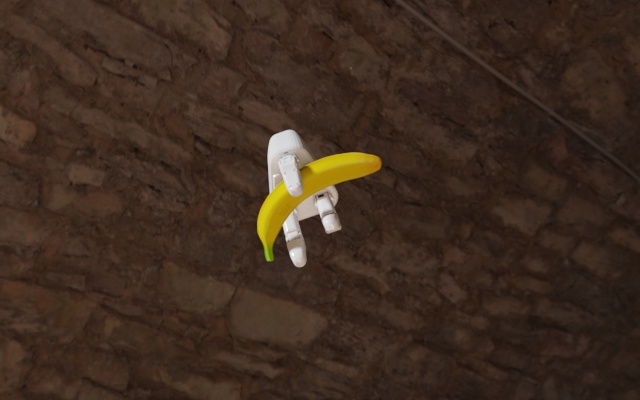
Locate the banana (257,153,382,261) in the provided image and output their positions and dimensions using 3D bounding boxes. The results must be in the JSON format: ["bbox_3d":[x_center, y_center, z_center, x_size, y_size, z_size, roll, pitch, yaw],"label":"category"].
[{"bbox_3d":[-0.015,-0.009,0.619,0.198,0.069,0.037,-41,12,6],"label":"banana"}]
